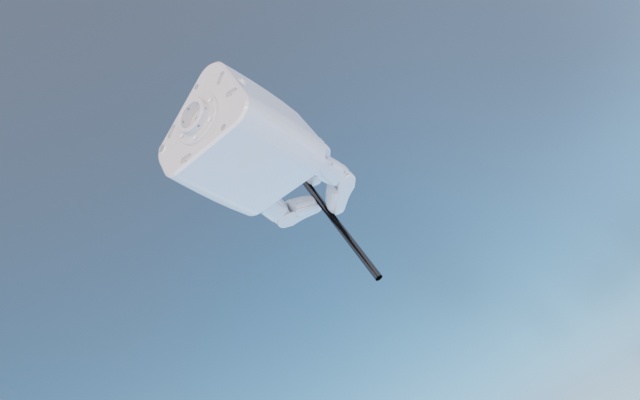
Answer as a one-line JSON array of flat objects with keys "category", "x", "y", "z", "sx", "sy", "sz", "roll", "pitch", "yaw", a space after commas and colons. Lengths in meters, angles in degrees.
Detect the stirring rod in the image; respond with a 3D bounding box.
[{"category": "stirring rod", "x": 0.000, "y": 0.002, "z": 0.539, "sx": 0.011, "sy": 0.011, "sz": 0.239, "roll": 0, "pitch": 38, "yaw": -37}]
